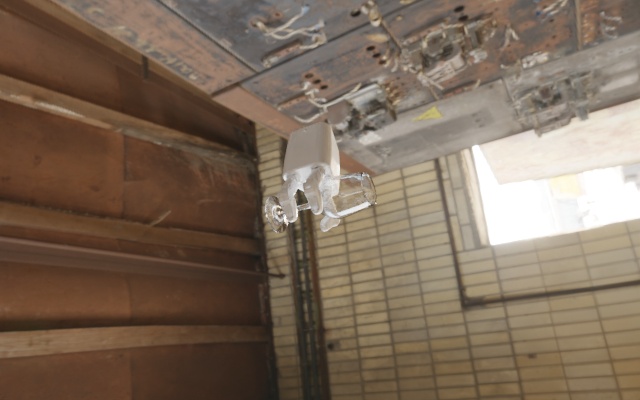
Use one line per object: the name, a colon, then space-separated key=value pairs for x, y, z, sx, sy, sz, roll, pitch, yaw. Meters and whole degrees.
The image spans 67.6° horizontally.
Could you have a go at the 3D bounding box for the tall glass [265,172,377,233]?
tall glass: x=0.000 y=0.003 z=0.885 sx=0.201 sy=0.079 sz=0.079 roll=-15 pitch=-7 yaw=27
